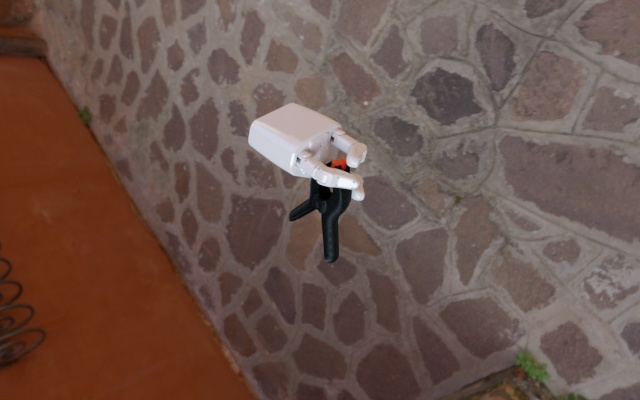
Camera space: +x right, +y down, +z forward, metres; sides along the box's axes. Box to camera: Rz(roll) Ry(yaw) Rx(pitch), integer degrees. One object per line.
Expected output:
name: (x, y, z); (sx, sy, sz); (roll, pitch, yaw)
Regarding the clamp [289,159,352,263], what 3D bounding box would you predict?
clamp: (0.000, 0.003, 0.757); (0.120, 0.171, 0.039); (33, 33, 32)
